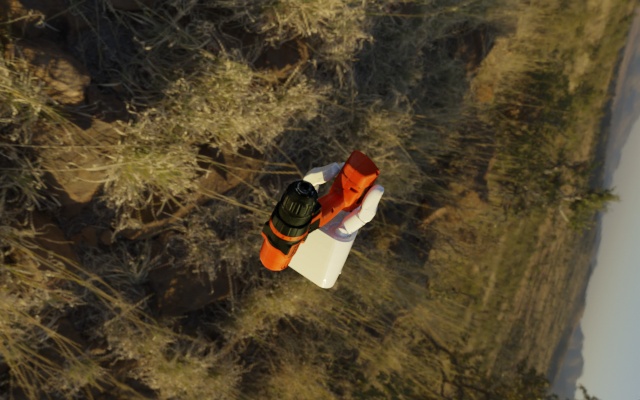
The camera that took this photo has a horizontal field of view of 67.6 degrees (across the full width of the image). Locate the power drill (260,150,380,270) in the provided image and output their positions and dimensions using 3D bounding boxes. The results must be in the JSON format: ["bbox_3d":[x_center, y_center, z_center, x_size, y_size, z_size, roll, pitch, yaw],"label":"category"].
[{"bbox_3d":[0.000,0.002,0.666,0.187,0.057,0.184,-35,-16,-35],"label":"power drill"}]
